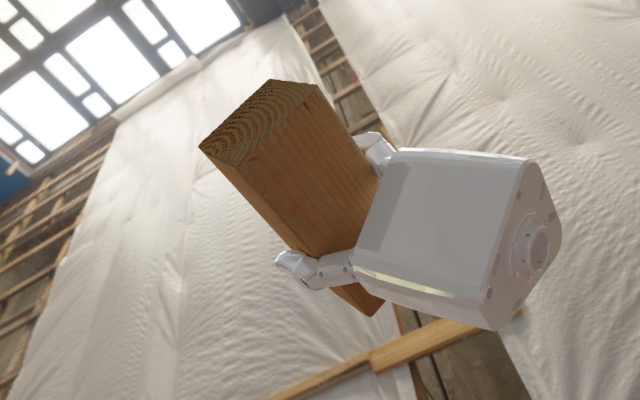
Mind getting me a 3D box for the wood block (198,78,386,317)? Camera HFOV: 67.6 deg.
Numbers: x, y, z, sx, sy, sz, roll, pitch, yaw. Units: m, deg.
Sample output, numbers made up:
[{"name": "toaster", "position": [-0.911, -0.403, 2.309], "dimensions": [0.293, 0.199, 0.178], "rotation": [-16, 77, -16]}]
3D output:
[{"name": "wood block", "position": [0.000, 0.002, 0.433], "dimensions": [0.090, 0.091, 0.206], "rotation": [27, -20, 54]}]
